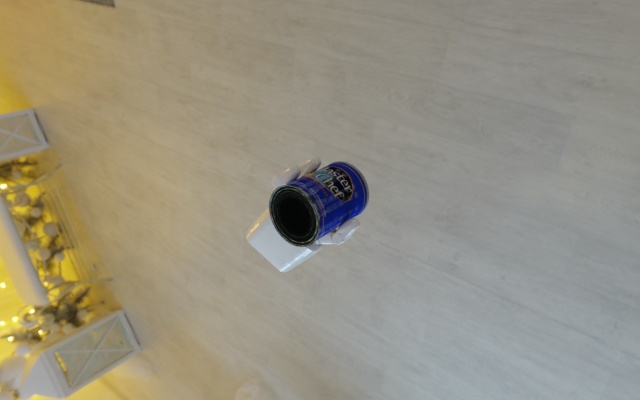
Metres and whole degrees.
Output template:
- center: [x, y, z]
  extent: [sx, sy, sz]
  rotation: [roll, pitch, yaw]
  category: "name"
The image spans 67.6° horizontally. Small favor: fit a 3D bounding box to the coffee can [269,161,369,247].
- center: [0.000, 0.002, 0.783]
  extent: [0.103, 0.103, 0.140]
  rotation: [0, 18, 40]
  category: "coffee can"
